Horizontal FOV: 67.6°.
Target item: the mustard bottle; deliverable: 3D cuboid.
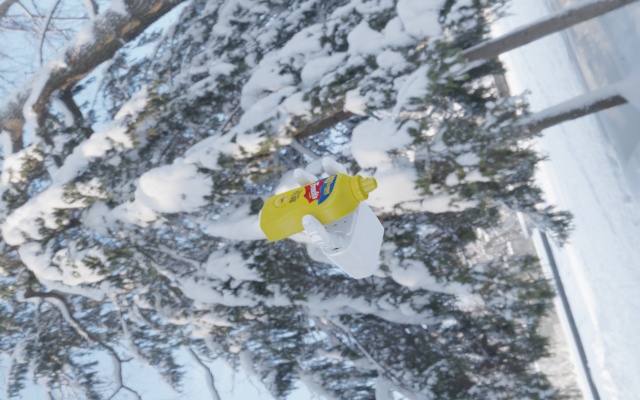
[{"bbox_3d":[0.000,0.002,0.754,0.191,0.058,0.096,-19,27,23],"label":"mustard bottle"}]
